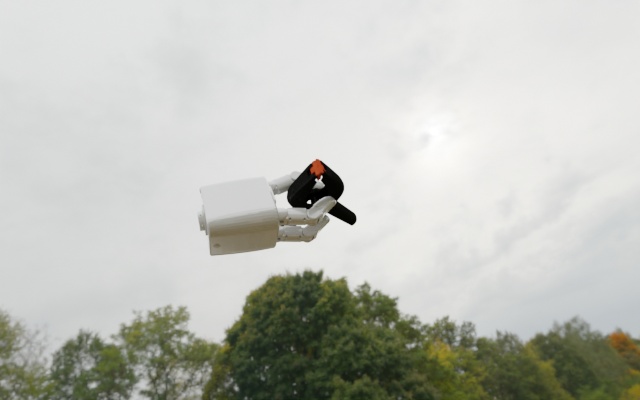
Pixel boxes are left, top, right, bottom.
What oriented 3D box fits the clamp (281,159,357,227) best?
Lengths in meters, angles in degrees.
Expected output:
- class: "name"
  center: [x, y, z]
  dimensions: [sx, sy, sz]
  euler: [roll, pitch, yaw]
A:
- class: "clamp"
  center: [0.000, 0.002, 0.799]
  dimensions: [0.164, 0.036, 0.210]
  euler: [-9, -31, -17]
